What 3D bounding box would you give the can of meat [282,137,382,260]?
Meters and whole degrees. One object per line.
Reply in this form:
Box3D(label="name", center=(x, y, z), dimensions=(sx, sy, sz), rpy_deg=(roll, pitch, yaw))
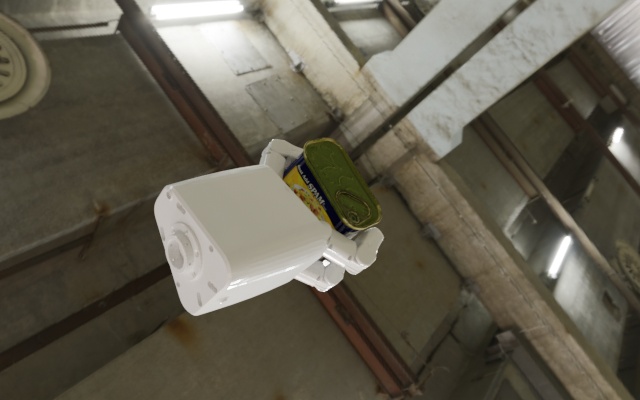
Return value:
Box3D(label="can of meat", center=(0.000, 0.002, 0.491), dimensions=(0.057, 0.102, 0.084), rpy_deg=(-19, -16, -46))
